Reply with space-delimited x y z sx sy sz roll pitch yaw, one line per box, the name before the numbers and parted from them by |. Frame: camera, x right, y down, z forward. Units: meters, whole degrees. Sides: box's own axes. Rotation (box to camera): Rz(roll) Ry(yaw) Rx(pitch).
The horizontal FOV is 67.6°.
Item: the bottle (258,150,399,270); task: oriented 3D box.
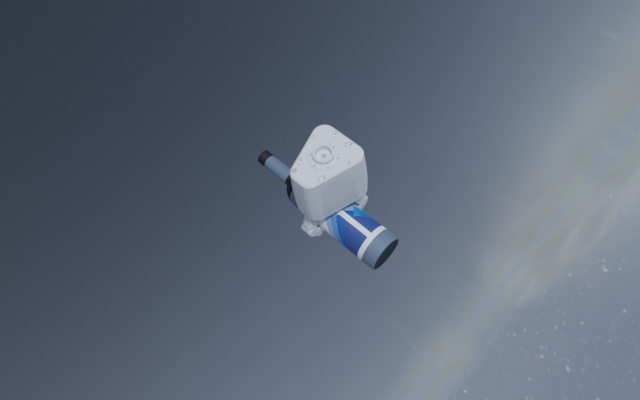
bottle | 0.000 0.003 0.831 0.295 0.069 0.069 38 17 22
